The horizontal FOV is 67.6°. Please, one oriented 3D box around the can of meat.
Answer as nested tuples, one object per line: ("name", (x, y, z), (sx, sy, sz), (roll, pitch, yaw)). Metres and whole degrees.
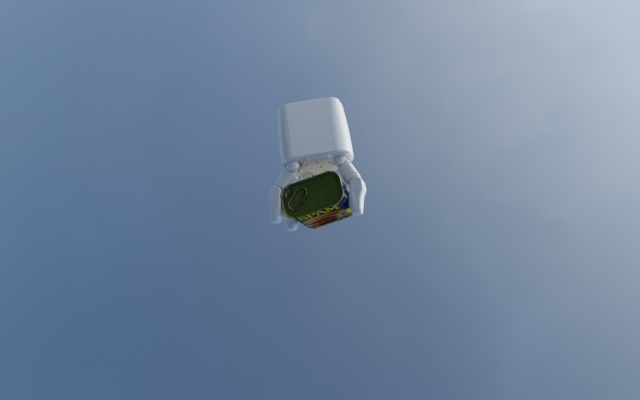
("can of meat", (0.000, 0.003, 0.767), (0.102, 0.057, 0.084), (-19, -23, 15))
